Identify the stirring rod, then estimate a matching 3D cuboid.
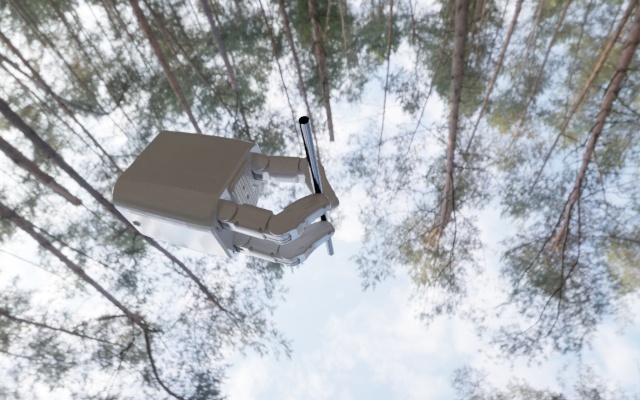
[{"bbox_3d":[0.000,0.001,0.442,0.011,0.011,0.240,0,-29,6],"label":"stirring rod"}]
